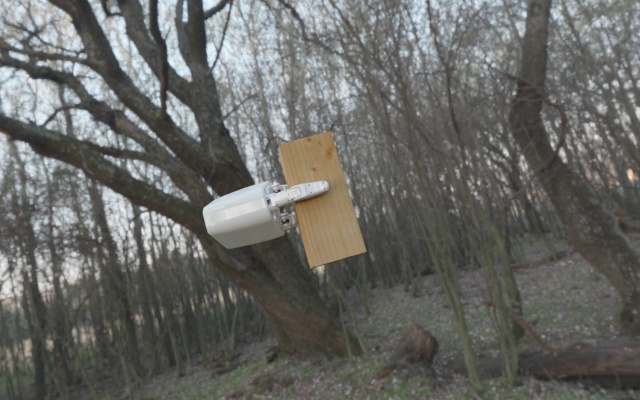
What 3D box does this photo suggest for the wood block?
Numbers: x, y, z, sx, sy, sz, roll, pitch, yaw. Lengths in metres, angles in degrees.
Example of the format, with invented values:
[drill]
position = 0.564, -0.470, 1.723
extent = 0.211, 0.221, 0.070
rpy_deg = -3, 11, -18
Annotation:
[wood block]
position = 0.000, 0.003, 0.804
extent = 0.090, 0.206, 0.091
rpy_deg = -15, -8, -7
